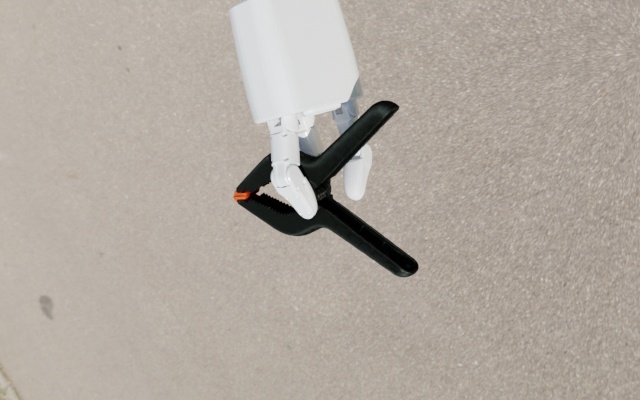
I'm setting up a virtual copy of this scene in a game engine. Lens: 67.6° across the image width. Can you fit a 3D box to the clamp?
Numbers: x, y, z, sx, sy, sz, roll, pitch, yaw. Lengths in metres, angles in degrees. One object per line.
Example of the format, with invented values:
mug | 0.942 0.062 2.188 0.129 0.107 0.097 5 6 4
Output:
clamp | -0.001 0.002 0.480 0.210 0.164 0.036 -7 13 36
